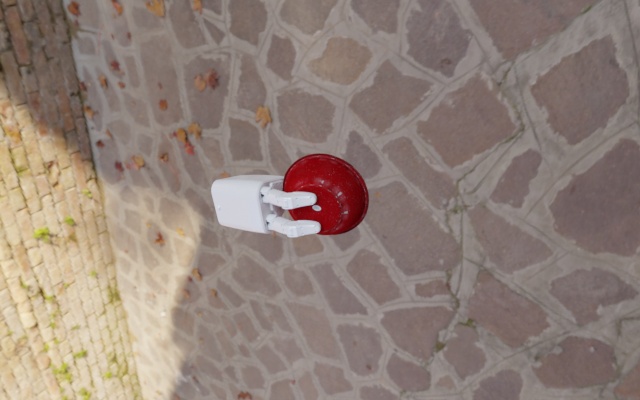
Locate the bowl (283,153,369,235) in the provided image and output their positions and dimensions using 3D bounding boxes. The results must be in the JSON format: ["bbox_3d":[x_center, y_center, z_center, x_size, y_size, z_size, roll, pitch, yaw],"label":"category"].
[{"bbox_3d":[0.001,0.003,0.828,0.162,0.162,0.055,0,27,19],"label":"bowl"}]
